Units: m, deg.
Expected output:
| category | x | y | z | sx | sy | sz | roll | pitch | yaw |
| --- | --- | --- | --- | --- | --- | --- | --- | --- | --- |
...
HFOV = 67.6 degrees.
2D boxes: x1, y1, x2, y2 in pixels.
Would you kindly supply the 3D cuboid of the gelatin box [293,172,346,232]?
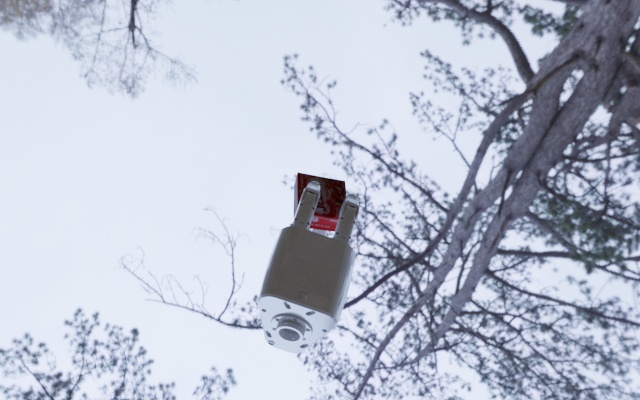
| category | x | y | z | sx | sy | sz | roll | pitch | yaw |
| --- | --- | --- | --- | --- | --- | --- | --- | --- | --- |
| gelatin box | 0.000 | 0.002 | 0.673 | 0.073 | 0.030 | 0.089 | 10 | 40 | -11 |
